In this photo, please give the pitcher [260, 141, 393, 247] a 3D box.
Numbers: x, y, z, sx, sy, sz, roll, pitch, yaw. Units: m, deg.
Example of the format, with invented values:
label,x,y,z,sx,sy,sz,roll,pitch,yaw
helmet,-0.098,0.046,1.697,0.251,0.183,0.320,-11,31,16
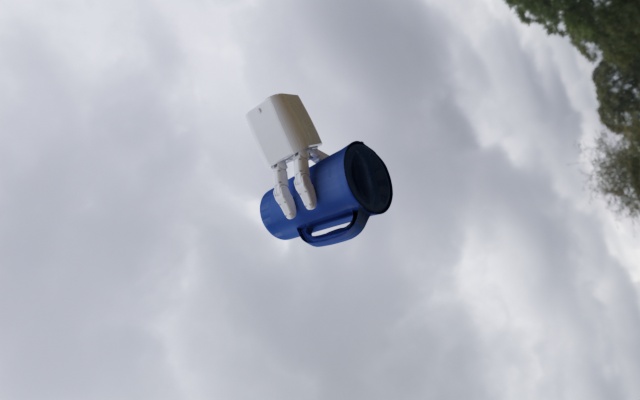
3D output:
label,x,y,z,sx,sy,sz,roll,pitch,yaw
pitcher,0.000,0.003,0.878,0.243,0.145,0.149,-23,4,39
